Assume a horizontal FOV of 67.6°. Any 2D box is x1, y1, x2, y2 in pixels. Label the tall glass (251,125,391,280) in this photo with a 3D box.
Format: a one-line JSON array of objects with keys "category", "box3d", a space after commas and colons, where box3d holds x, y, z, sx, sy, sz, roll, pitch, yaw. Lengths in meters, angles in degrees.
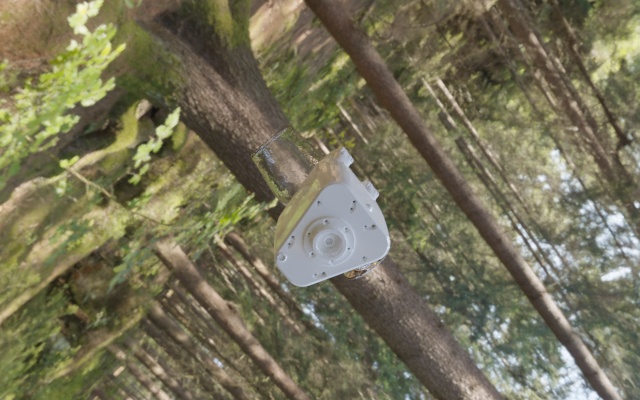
[{"category": "tall glass", "box3d": [0.000, 0.002, 0.602, 0.079, 0.201, 0.079, -37, 13, 10]}]
